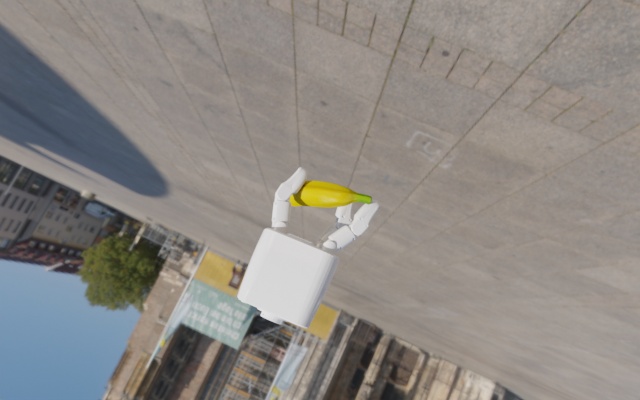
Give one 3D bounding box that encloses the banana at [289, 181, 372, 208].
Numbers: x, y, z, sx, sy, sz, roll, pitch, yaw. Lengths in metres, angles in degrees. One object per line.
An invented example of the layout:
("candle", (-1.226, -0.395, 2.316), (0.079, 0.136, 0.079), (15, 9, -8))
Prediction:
("banana", (-0.012, -0.005, 0.726), (0.070, 0.037, 0.198), (28, -14, -32))
